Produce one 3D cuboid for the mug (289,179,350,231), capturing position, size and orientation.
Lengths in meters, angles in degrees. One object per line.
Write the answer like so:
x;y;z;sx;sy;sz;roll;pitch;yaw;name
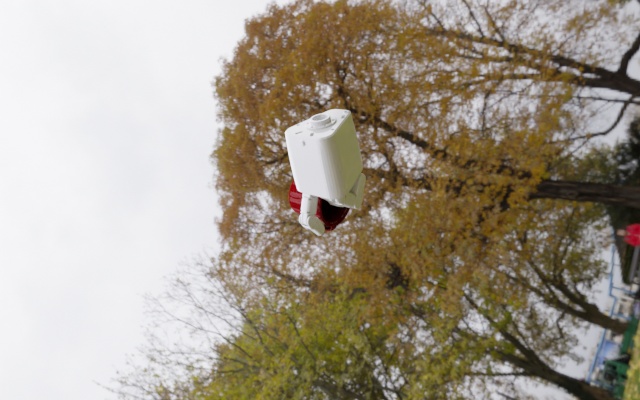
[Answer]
0.000;0.004;0.864;0.081;0.117;0.093;15;40;38;mug
